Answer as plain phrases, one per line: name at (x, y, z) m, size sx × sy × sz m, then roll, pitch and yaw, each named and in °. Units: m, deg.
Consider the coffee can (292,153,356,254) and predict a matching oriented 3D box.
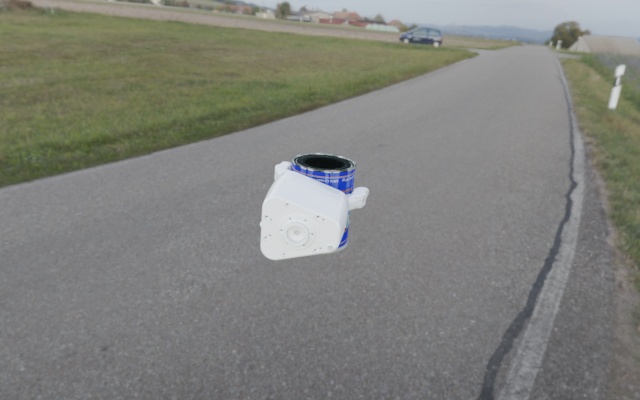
coffee can at (0.000, 0.003, 0.782) m, size 0.103 × 0.140 × 0.102 m, roll 4°, pitch 20°, yaw -2°
